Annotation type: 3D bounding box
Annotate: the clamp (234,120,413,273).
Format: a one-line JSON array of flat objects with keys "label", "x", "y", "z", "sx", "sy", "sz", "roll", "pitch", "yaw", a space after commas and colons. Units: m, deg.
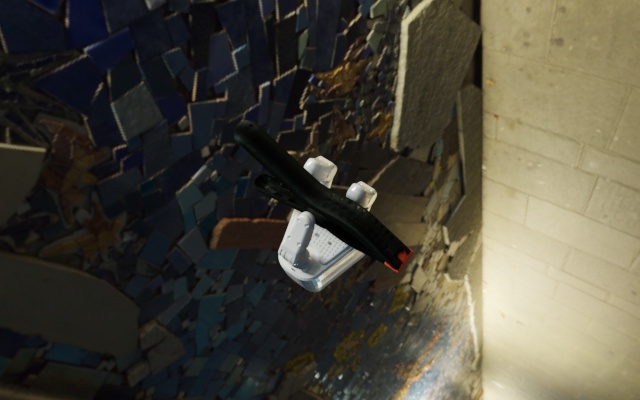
[{"label": "clamp", "x": 0.000, "y": 0.003, "z": 0.491, "sx": 0.210, "sy": 0.036, "sz": 0.165, "roll": 33, "pitch": -13, "yaw": 15}]
